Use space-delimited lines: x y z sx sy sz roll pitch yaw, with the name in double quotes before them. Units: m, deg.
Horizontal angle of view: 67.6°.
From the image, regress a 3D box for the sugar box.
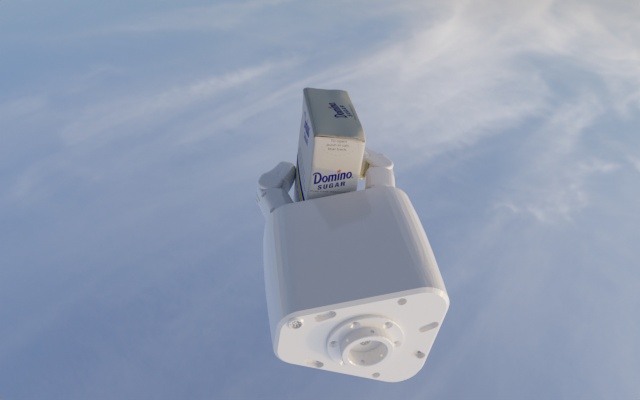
"sugar box" 0.001 0.002 0.421 0.048 0.176 0.093 4 35 -10
